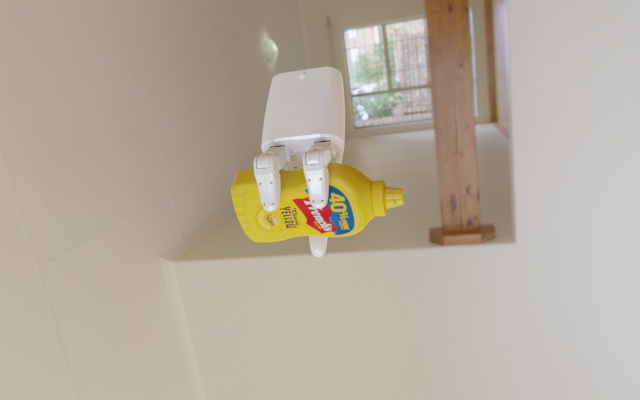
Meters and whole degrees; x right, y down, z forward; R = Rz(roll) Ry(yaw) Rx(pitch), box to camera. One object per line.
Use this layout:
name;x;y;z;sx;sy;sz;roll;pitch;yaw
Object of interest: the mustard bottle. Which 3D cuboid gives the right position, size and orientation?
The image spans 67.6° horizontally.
mustard bottle;0.000;0.002;0.556;0.191;0.096;0.058;-4;38;14
